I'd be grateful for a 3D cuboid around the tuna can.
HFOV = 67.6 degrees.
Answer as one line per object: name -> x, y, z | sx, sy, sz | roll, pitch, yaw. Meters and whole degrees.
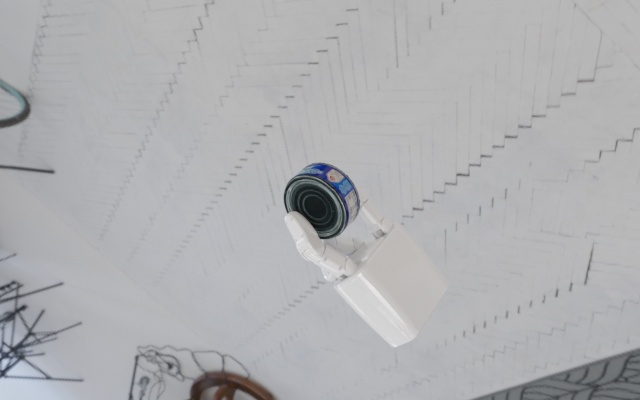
tuna can -> 0.000, 0.002, 0.551 | 0.086, 0.086, 0.033 | 0, 27, 34
